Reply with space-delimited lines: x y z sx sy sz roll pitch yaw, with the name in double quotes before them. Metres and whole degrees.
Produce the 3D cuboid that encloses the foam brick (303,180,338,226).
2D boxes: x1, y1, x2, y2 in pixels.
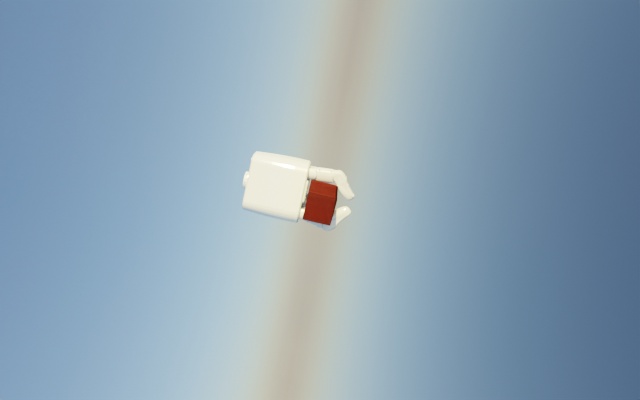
"foam brick" 0.000 0.003 0.846 0.051 0.053 0.078 13 19 -2
